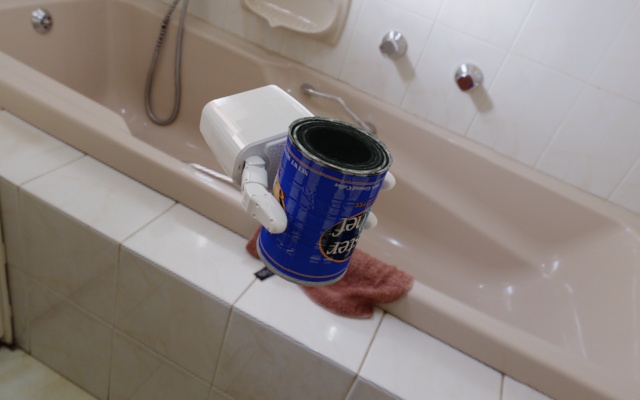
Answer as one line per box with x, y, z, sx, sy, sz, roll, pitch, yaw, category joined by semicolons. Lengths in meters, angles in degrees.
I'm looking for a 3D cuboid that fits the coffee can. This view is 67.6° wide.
0.000;0.002;0.482;0.103;0.140;0.102;14;33;-9;coffee can
